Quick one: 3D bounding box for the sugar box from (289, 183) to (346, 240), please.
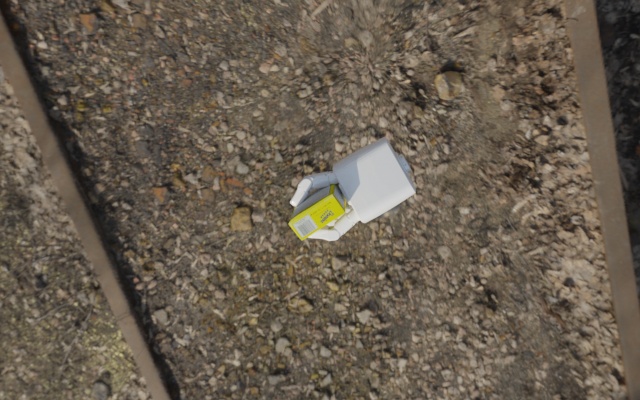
[{"bbox_3d":[0.001,0.003,0.868,0.093,0.048,0.176,-33,10,14],"label":"sugar box"}]
